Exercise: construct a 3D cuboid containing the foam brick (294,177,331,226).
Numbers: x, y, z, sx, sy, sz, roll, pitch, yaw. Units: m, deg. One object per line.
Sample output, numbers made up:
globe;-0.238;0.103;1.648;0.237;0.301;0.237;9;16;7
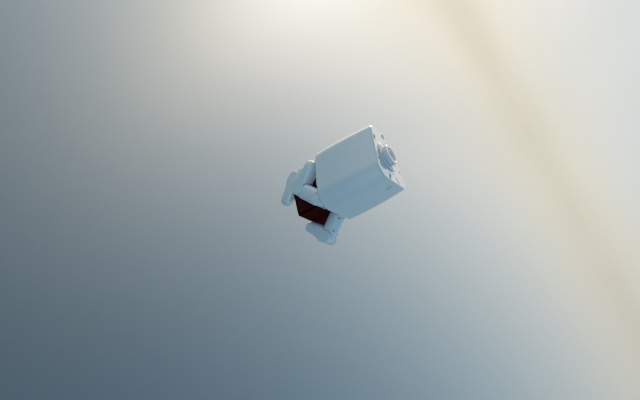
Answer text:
foam brick;0.000;0.003;0.797;0.051;0.053;0.078;-26;-28;25
